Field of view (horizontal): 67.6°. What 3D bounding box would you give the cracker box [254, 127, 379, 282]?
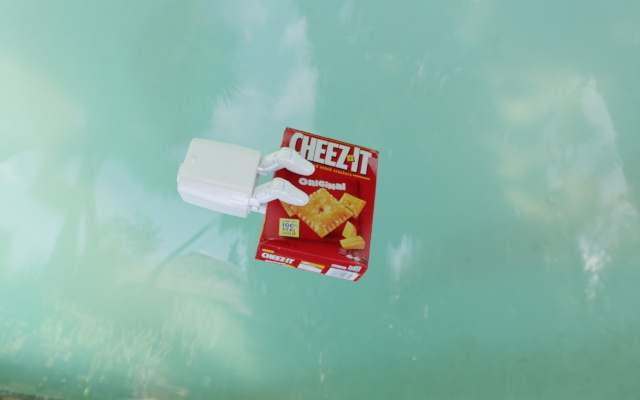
[{"bbox_3d":[0.000,0.003,0.747,0.164,0.213,0.072,14,-30,-8],"label":"cracker box"}]
